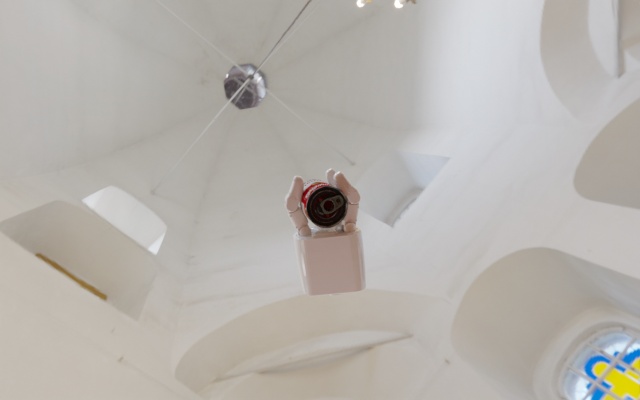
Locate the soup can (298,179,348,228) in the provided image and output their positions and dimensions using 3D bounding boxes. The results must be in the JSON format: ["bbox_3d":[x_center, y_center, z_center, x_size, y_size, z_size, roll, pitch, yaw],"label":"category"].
[{"bbox_3d":[0.000,0.002,0.799,0.068,0.068,0.102,0,9,-12],"label":"soup can"}]
